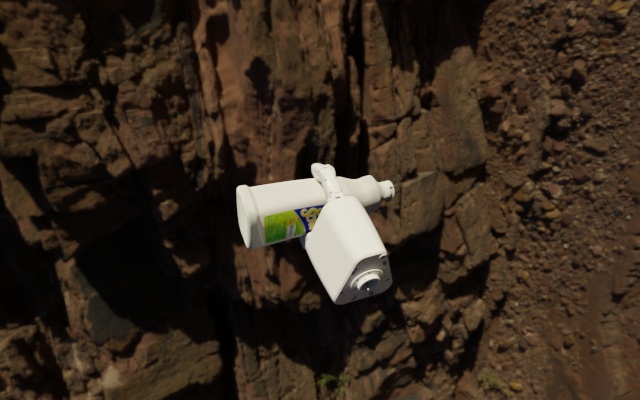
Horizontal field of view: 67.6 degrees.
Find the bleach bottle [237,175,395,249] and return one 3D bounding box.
[{"bbox_3d":[0.000,0.002,0.746,0.251,0.068,0.103,-13,-40,-18],"label":"bleach bottle"}]
